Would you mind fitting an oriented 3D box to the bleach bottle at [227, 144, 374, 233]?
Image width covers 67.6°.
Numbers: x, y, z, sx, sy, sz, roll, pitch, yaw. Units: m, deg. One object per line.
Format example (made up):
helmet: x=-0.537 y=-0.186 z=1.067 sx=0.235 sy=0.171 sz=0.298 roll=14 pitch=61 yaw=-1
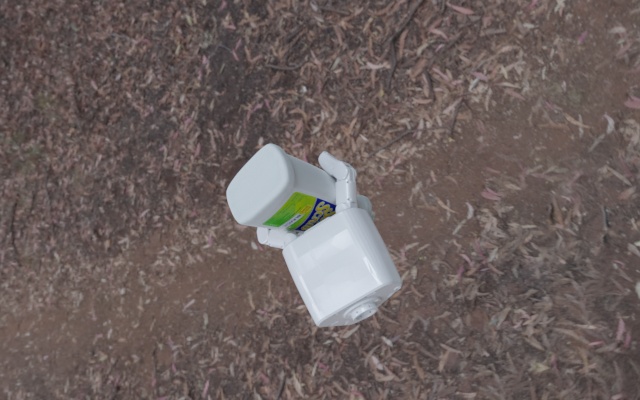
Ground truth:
bleach bottle: x=0.000 y=0.002 z=0.643 sx=0.102 sy=0.068 sz=0.251 roll=-42 pitch=-32 yaw=25
